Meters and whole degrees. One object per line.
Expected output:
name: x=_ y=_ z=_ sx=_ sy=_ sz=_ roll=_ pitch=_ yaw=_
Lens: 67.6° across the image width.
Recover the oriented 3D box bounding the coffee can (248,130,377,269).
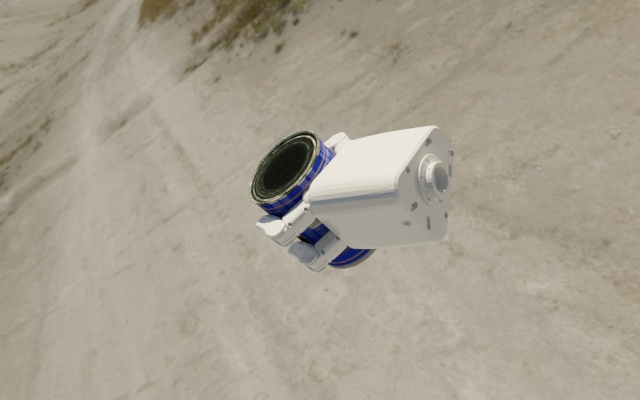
coffee can: x=0.000 y=0.002 z=0.562 sx=0.103 sy=0.102 sz=0.140 roll=0 pitch=-35 yaw=48
